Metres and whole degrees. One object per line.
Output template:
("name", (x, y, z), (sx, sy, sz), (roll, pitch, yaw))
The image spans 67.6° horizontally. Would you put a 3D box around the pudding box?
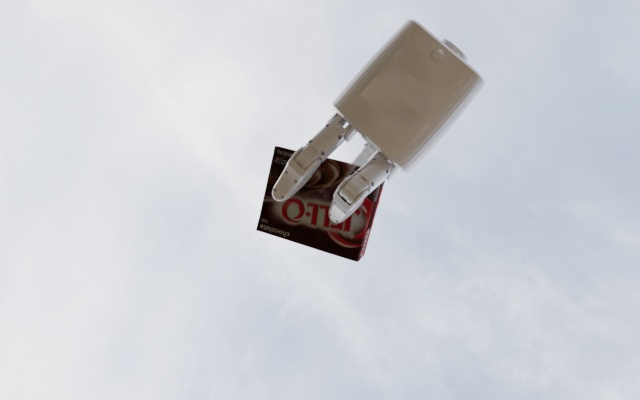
("pudding box", (0.000, 0.002, 0.482), (0.113, 0.090, 0.039), (16, 8, 16))
